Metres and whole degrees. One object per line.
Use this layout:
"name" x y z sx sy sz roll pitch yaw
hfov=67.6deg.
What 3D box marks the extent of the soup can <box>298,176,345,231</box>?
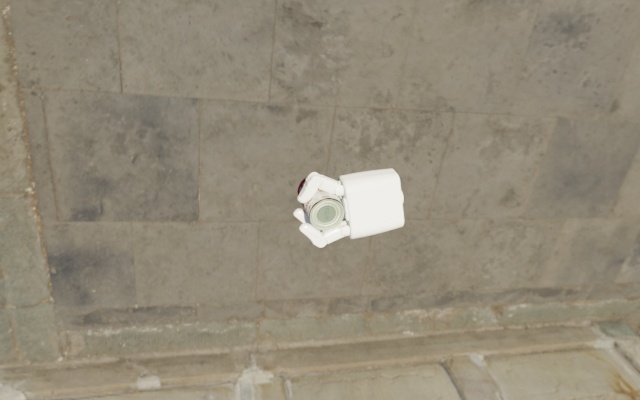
"soup can" 0.000 0.003 0.892 0.068 0.068 0.102 0 28 -16
